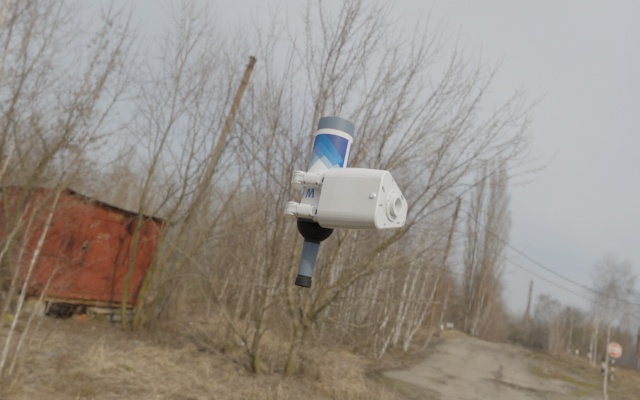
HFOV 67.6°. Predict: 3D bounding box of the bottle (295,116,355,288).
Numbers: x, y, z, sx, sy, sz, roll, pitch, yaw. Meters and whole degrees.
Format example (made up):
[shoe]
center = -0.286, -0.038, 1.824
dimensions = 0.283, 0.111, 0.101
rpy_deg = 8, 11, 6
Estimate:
[bottle]
center = 0.000, 0.002, 0.827
dimensions = 0.069, 0.295, 0.069
rpy_deg = 11, -13, 3
